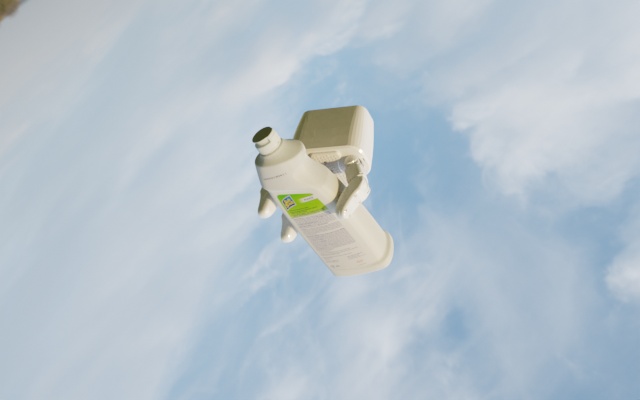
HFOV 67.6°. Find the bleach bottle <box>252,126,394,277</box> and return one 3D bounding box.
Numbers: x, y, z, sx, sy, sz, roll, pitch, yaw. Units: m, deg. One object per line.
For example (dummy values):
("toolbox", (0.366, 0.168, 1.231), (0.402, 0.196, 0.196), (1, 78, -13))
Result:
("bleach bottle", (0.000, 0.002, 0.630), (0.102, 0.068, 0.251), (-17, -51, 26))
